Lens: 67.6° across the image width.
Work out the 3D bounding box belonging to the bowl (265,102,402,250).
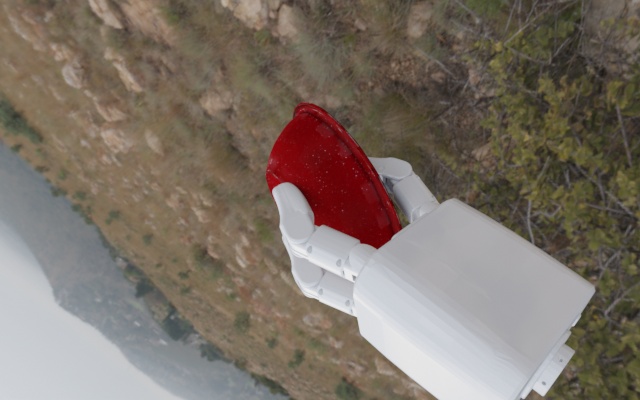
[{"bbox_3d":[-0.001,0.001,0.407,0.055,0.162,0.162,-31,8,-14],"label":"bowl"}]
